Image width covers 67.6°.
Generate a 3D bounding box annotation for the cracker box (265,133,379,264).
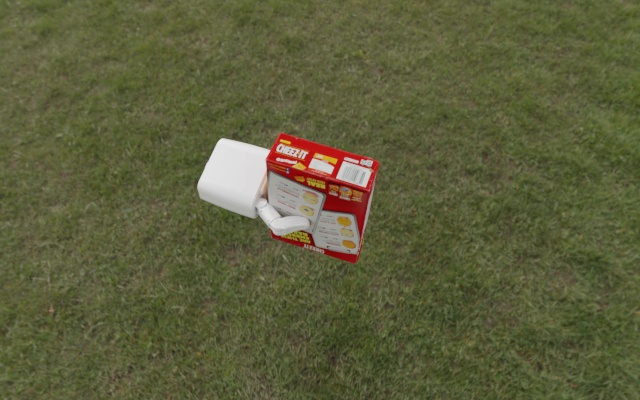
[{"bbox_3d":[0.000,0.003,0.788,0.164,0.072,0.214,17,-35,10],"label":"cracker box"}]
